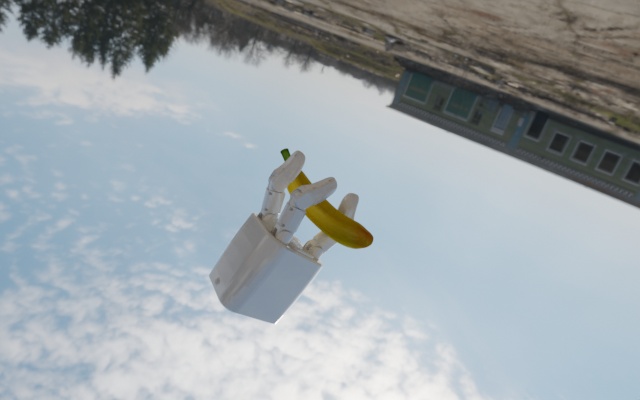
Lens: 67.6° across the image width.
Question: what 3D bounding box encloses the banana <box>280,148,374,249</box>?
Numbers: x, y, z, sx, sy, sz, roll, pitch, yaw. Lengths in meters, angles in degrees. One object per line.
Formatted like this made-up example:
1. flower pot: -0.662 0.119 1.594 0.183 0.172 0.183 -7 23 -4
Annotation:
1. banana: 0.002 0.011 0.626 0.037 0.197 0.070 -36 -36 -13
